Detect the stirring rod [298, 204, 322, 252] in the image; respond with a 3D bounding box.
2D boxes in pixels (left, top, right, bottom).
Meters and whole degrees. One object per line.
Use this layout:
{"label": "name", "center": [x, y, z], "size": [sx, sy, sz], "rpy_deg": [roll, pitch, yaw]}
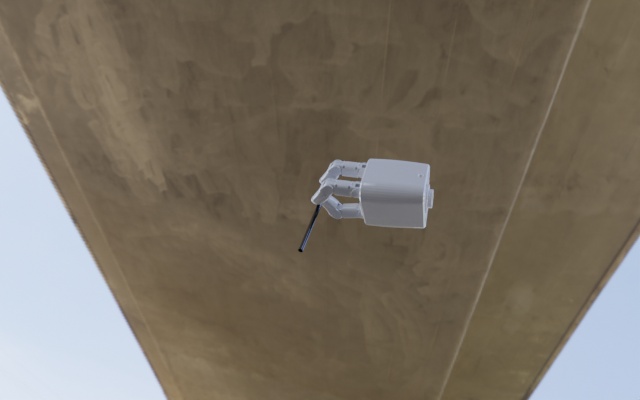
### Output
{"label": "stirring rod", "center": [0.000, 0.003, 0.844], "size": [0.011, 0.011, 0.239], "rpy_deg": [0, 40, 20]}
